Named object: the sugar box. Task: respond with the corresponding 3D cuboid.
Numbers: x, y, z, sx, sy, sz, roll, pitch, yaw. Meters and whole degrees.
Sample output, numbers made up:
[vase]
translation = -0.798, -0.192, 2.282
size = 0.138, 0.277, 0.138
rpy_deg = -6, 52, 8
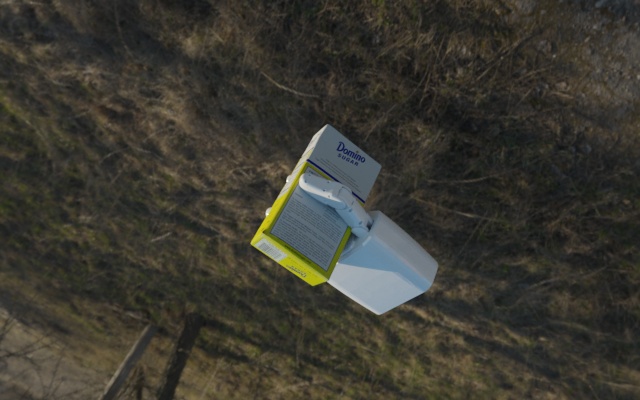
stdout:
[sugar box]
translation = 0.000, 0.002, 0.574
size = 0.093, 0.176, 0.048
rpy_deg = 37, -34, -13
